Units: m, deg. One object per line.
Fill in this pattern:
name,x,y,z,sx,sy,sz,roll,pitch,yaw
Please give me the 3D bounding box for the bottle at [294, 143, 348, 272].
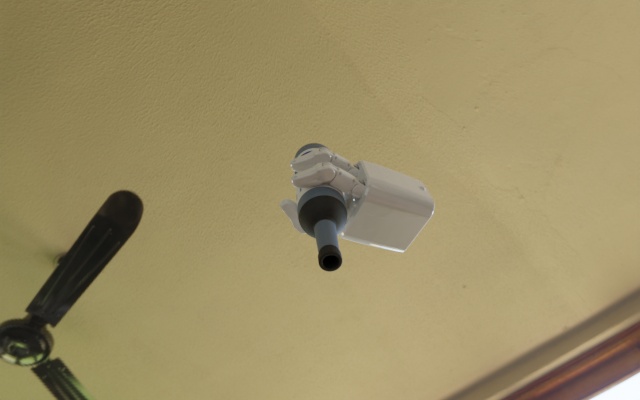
bottle,0.000,0.002,0.668,0.069,0.069,0.295,0,27,-5
